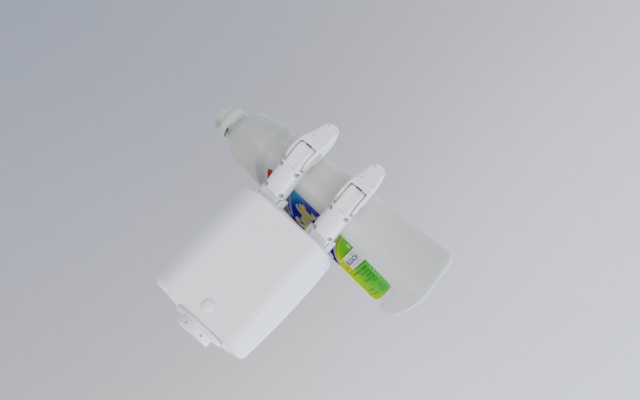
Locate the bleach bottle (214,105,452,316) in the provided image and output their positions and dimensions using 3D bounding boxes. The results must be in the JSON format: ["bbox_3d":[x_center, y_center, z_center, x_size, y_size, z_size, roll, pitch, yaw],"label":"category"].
[{"bbox_3d":[0.000,0.001,0.459,0.251,0.068,0.103,40,-22,6],"label":"bleach bottle"}]
